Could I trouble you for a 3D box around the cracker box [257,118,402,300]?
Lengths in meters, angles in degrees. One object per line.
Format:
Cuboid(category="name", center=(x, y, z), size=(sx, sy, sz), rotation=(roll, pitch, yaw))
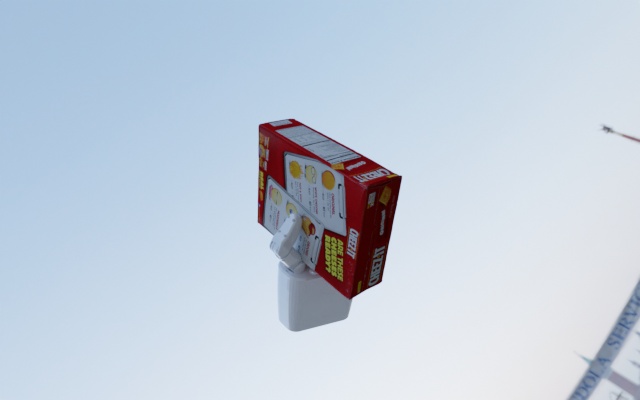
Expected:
Cuboid(category="cracker box", center=(0.000, 0.002, 0.642), size=(0.072, 0.164, 0.213), rotation=(-20, 38, -36))
